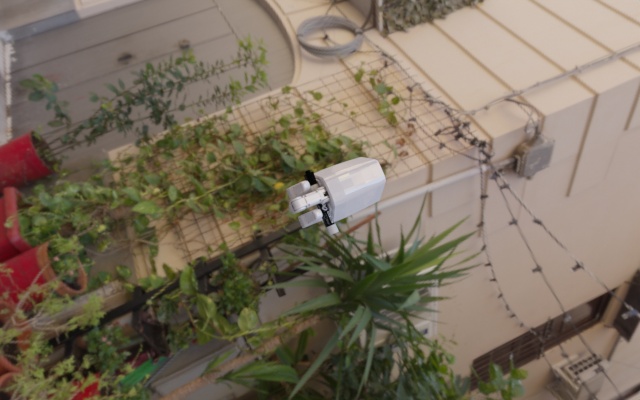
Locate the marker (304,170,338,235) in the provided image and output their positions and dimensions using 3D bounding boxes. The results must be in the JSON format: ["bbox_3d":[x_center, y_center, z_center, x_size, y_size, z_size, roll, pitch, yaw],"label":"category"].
[{"bbox_3d":[0.000,0.003,0.843,0.020,0.121,0.020,-23,-3,-1],"label":"marker"}]
